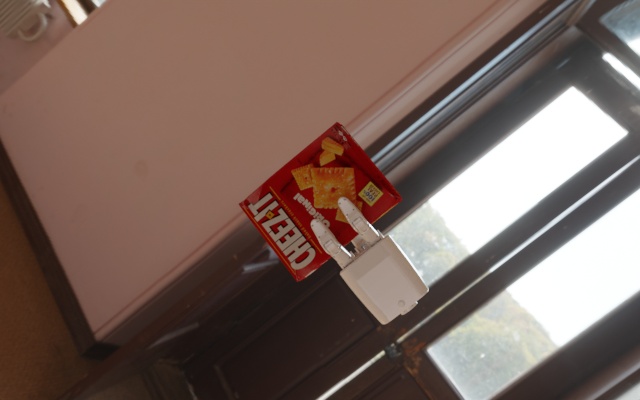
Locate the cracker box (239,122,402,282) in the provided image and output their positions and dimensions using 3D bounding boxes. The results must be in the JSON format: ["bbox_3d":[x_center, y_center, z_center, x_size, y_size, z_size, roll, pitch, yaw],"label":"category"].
[{"bbox_3d":[0.000,0.002,0.781,0.214,0.164,0.072,-39,-8,6],"label":"cracker box"}]
